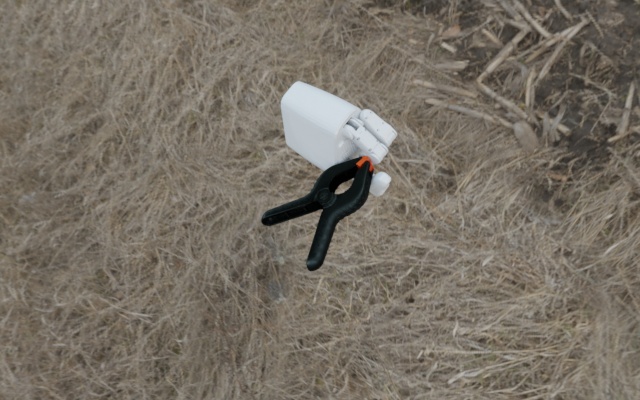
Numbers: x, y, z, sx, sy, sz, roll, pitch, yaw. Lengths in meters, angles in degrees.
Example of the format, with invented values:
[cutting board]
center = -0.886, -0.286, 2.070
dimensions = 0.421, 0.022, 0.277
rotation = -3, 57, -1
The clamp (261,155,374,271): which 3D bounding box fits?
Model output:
[clamp]
center = 0.000, 0.002, 0.653
dimensions = 0.120, 0.171, 0.039
rotation = 32, -16, 28
